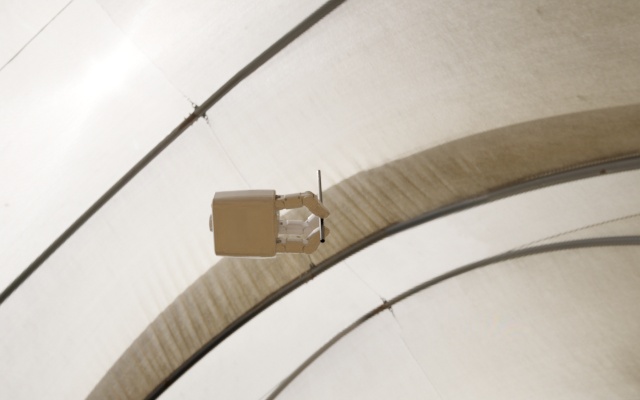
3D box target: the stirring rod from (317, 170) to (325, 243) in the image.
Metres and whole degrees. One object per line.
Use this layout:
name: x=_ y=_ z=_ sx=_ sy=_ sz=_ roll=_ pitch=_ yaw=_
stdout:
stirring rod: x=0.000 y=0.003 z=0.872 sx=0.011 sy=0.011 sz=0.239 roll=0 pitch=31 yaw=-2
